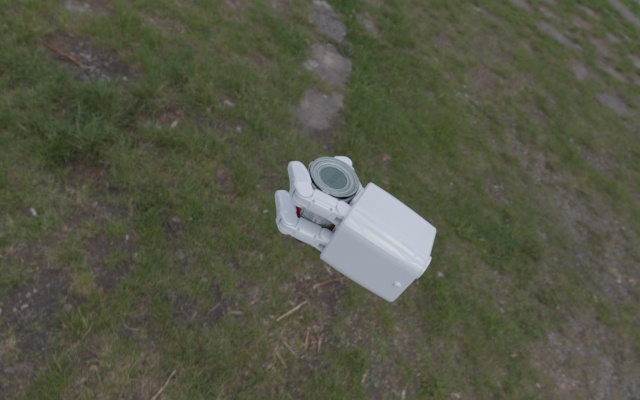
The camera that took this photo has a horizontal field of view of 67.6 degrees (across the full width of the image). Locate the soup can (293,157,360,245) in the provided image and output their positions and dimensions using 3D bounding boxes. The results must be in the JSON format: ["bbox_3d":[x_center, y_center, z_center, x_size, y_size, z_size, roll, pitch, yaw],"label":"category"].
[{"bbox_3d":[0.000,0.001,0.612,0.068,0.068,0.102,0,-38,-26],"label":"soup can"}]
